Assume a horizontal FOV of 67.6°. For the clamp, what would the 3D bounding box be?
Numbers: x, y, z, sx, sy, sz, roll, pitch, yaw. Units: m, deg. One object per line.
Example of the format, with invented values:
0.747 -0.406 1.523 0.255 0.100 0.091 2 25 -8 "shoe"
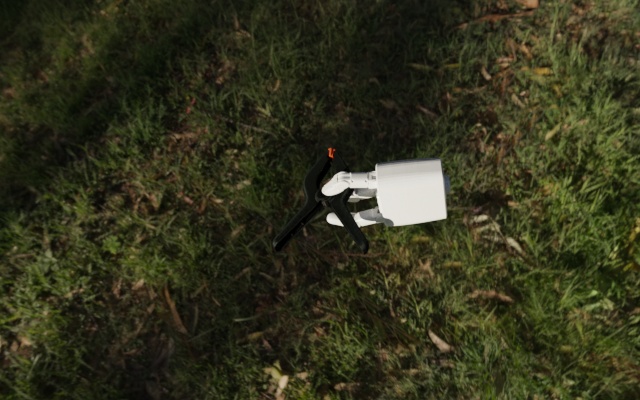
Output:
0.000 0.002 0.834 0.164 0.209 0.036 -5 -31 11 "clamp"
